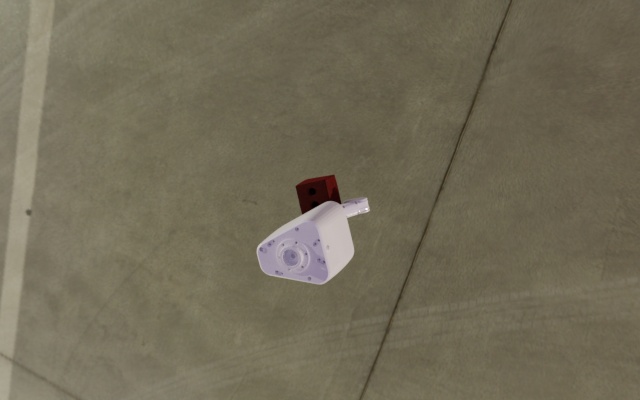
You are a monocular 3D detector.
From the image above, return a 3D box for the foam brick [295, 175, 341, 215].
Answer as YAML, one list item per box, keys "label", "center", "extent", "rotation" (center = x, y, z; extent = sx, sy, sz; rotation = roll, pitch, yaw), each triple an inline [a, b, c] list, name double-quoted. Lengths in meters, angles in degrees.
- label: "foam brick"
  center: [0.000, 0.002, 0.772]
  extent: [0.053, 0.078, 0.051]
  rotation: [-11, 8, 23]
